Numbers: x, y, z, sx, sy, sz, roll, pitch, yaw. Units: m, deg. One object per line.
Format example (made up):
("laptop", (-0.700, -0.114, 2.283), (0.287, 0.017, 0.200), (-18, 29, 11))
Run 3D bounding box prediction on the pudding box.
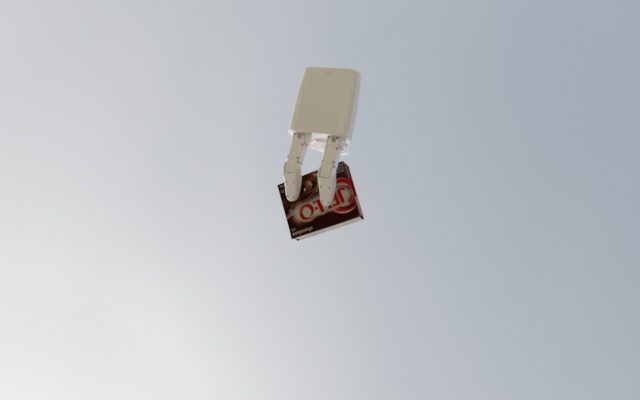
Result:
("pudding box", (0.000, 0.002, 0.727), (0.113, 0.090, 0.039), (-20, -17, 14))
